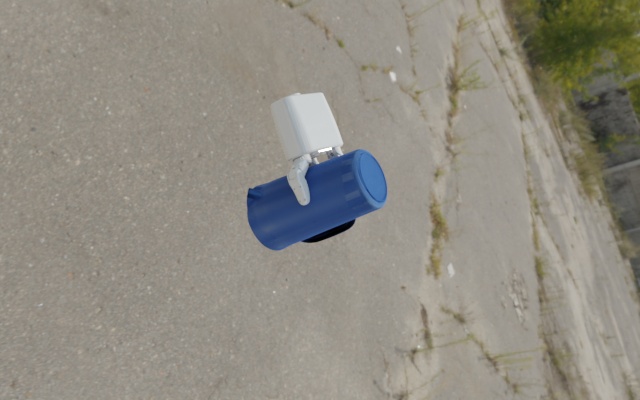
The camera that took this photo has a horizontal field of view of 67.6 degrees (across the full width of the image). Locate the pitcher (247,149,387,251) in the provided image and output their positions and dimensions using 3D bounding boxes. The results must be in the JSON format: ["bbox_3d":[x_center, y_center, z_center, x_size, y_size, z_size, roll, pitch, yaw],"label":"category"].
[{"bbox_3d":[0.000,0.003,0.872,0.243,0.145,0.149,-21,-1,31],"label":"pitcher"}]
